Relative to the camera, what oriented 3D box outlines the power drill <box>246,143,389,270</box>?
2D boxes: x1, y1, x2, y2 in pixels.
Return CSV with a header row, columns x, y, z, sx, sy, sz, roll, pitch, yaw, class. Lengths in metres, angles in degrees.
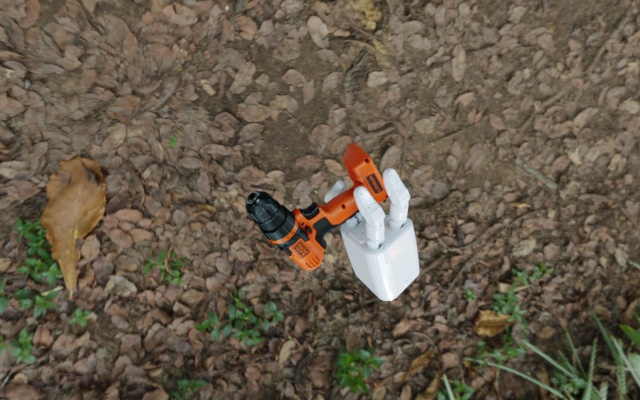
x,y,z,sx,sy,sz,roll,pitch,yaw,class
0.001,0.002,0.703,0.057,0.187,0.184,51,-1,43,power drill
